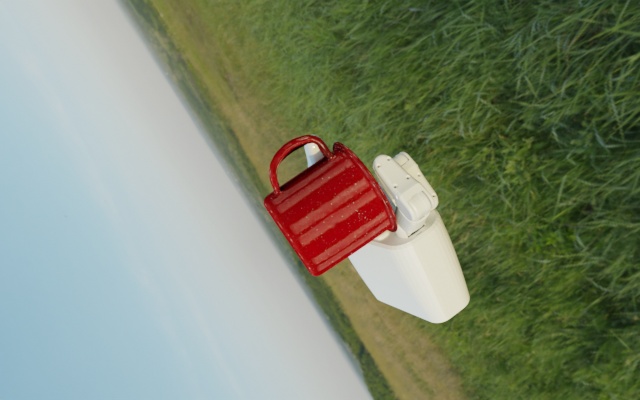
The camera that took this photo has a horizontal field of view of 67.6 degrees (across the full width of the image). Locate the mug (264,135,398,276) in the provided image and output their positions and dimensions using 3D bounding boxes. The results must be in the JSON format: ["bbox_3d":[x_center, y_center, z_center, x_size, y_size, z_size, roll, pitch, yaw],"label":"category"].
[{"bbox_3d":[-0.001,0.000,0.402,0.081,0.117,0.093,-34,27,-7],"label":"mug"}]
